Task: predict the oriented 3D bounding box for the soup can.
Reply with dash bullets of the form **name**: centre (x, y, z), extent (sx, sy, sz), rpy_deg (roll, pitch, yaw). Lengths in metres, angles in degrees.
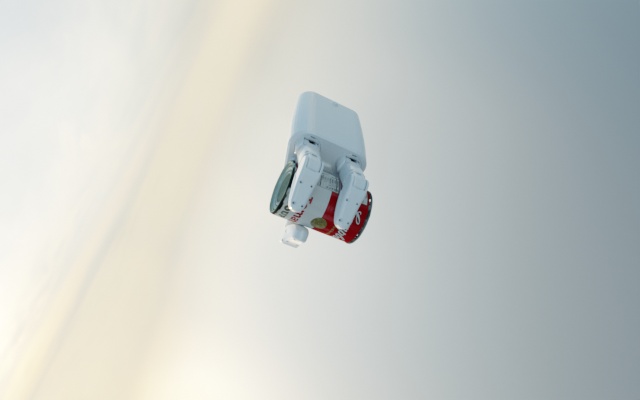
- **soup can**: centre (0.000, 0.002, 0.554), extent (0.102, 0.068, 0.068), rpy_deg (22, -7, -17)
